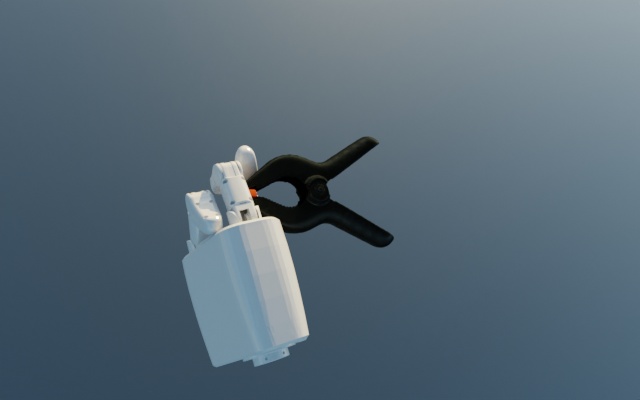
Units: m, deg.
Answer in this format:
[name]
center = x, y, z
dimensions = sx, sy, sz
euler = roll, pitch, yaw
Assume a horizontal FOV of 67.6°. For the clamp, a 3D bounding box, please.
[clamp]
center = 0.000, 0.001, 0.482
dimensions = 0.171, 0.120, 0.039
euler = -12, -14, -23
